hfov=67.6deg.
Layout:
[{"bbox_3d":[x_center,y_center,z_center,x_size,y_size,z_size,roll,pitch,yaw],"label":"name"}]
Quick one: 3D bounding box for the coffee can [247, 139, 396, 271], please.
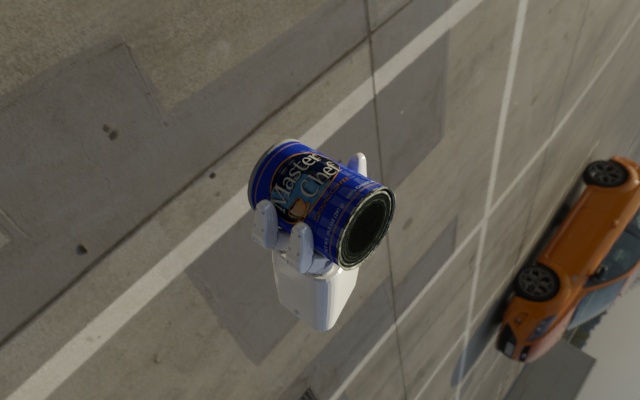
[{"bbox_3d":[0.000,0.002,0.552,0.140,0.103,0.103,30,17,31],"label":"coffee can"}]
